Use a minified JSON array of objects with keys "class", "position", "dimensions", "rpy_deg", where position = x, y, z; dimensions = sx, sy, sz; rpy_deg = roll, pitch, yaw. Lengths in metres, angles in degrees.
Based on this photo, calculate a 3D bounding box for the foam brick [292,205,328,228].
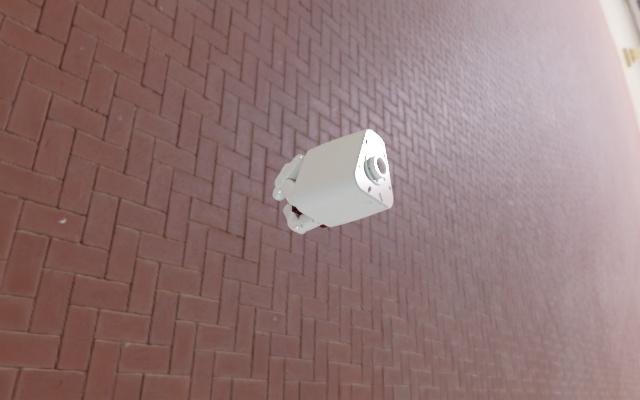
[{"class":"foam brick","position":[0.000,0.002,0.746],"dimensions":[0.051,0.053,0.078],"rpy_deg":[-19,-34,36]}]
